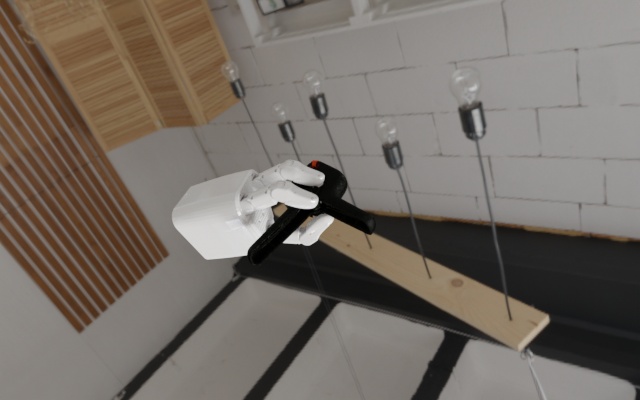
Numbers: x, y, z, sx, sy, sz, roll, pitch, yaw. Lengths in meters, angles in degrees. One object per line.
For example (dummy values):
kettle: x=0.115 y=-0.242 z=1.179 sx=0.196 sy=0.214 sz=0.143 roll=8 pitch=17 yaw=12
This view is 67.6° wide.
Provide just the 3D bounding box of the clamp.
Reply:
clamp: x=0.000 y=0.003 z=0.648 sx=0.164 sy=0.036 sz=0.209 roll=-12 pitch=31 yaw=18
